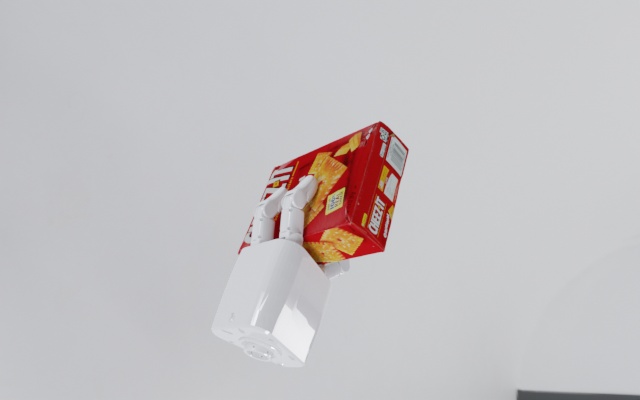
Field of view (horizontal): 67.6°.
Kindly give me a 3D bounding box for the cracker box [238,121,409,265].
[{"bbox_3d":[0.000,0.002,0.634,0.214,0.164,0.072,-18,-49,42],"label":"cracker box"}]
